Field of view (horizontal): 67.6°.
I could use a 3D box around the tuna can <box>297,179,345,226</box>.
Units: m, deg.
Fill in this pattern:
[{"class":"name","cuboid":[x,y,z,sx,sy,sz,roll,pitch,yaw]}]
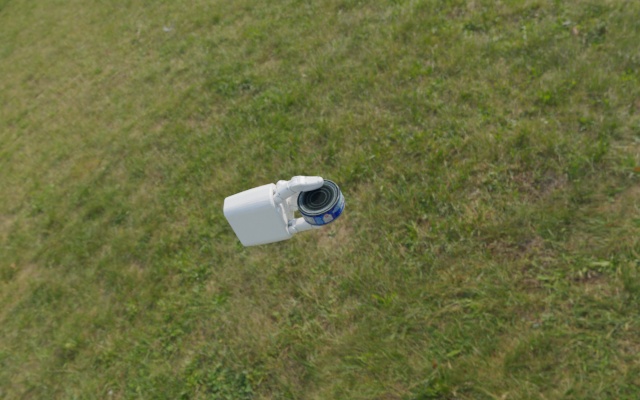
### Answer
[{"class":"tuna can","cuboid":[0.000,0.003,0.883,0.086,0.086,0.034,0,-37,23]}]
